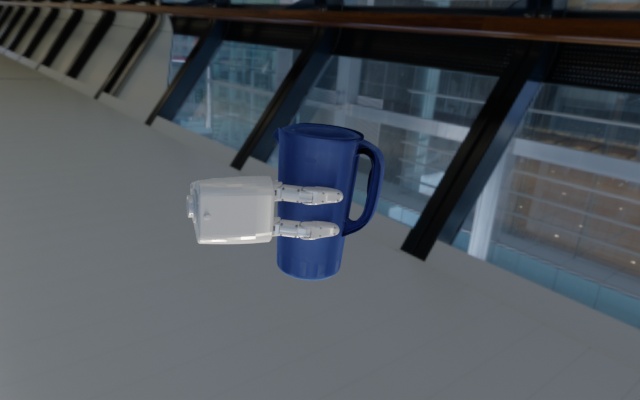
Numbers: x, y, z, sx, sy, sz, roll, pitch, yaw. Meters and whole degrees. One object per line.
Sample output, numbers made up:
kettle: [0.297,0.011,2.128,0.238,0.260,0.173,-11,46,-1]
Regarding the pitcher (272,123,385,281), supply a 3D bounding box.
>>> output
pitcher: [0.000,0.002,0.766,0.145,0.243,0.149,-2,20,-23]
